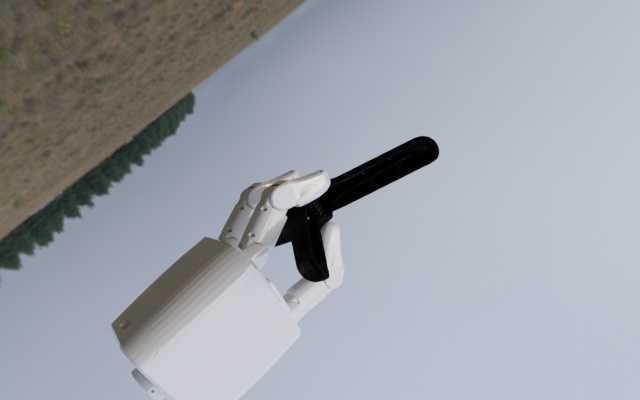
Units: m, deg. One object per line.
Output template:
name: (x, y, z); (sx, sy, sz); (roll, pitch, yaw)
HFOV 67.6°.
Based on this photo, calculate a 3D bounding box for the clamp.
clamp: (0.000, 0.002, 0.439); (0.164, 0.036, 0.210); (-40, 18, -23)
